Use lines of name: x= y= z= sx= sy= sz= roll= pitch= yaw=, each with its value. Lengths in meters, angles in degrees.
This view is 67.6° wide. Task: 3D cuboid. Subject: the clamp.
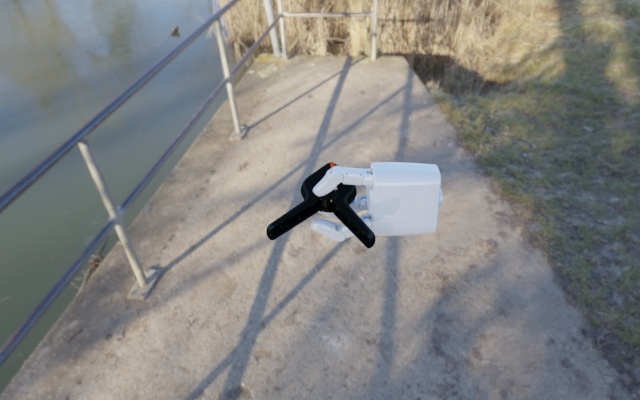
clamp: x=0.000 y=0.002 z=0.785 sx=0.164 sy=0.036 sz=0.209 roll=1 pitch=37 yaw=-1
